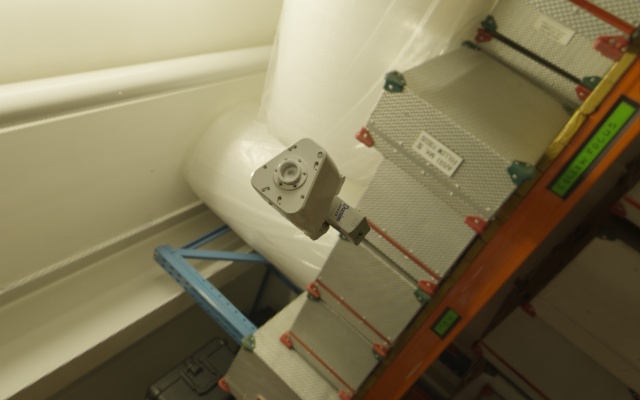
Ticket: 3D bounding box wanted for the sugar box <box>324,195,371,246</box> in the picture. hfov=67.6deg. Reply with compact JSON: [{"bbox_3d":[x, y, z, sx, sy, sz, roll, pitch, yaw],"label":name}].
[{"bbox_3d":[0.000,0.003,0.803,0.176,0.048,0.093,39,-5,19],"label":"sugar box"}]
